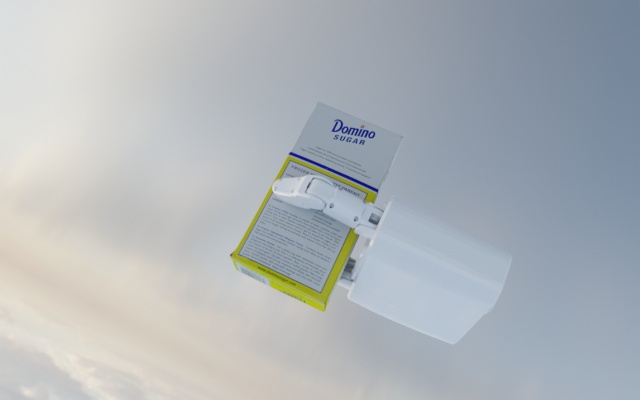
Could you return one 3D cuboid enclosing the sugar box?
[{"bbox_3d":[0.000,0.002,0.444,0.093,0.176,0.048,25,-23,9],"label":"sugar box"}]
